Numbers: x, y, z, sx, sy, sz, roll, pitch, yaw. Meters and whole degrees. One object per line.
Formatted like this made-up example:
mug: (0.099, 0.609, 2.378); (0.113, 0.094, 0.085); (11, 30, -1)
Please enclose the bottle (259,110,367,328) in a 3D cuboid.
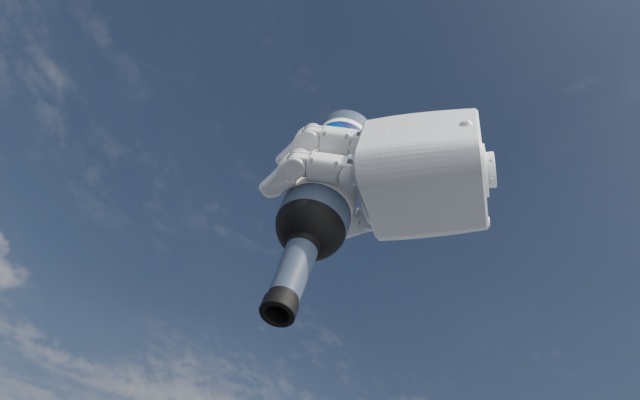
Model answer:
bottle: (0.000, 0.001, 0.462); (0.069, 0.069, 0.295); (0, 34, 15)
